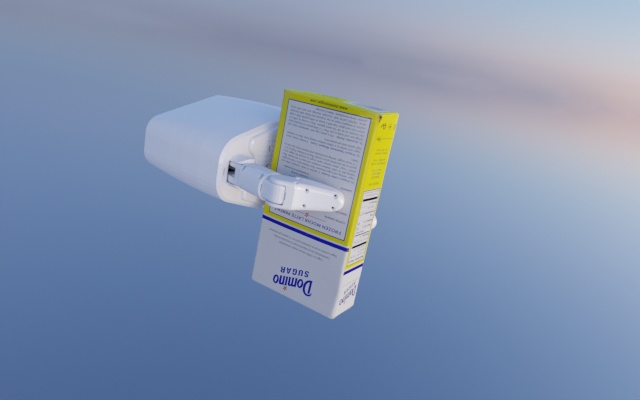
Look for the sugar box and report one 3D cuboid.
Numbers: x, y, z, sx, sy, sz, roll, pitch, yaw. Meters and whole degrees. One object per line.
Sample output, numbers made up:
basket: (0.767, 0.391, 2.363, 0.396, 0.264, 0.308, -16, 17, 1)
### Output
sugar box: (0.000, 0.001, 0.413, 0.093, 0.176, 0.048, 21, 19, 28)
